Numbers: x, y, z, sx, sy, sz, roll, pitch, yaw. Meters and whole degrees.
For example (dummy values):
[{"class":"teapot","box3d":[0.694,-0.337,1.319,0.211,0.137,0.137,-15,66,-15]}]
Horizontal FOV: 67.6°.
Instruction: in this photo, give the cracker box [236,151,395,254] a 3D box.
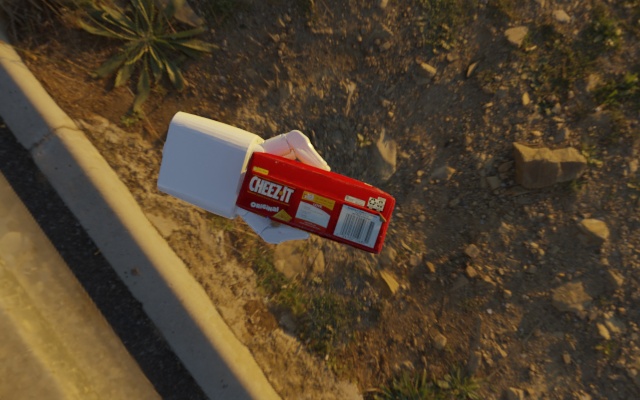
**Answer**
[{"class":"cracker box","box3d":[0.000,0.002,0.607,0.164,0.072,0.213,18,1,3]}]
